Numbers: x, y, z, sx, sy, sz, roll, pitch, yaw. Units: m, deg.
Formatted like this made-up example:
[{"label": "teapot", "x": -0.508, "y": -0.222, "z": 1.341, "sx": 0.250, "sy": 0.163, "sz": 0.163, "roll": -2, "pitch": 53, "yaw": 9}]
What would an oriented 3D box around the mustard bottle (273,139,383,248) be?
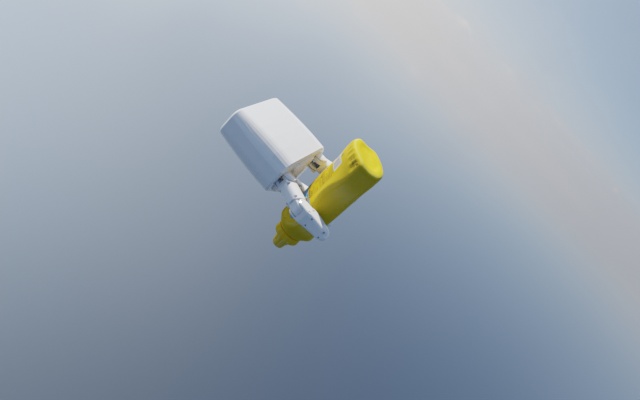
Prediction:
[{"label": "mustard bottle", "x": 0.001, "y": 0.002, "z": 0.665, "sx": 0.058, "sy": 0.192, "sz": 0.096, "roll": 40, "pitch": 23, "yaw": -18}]
